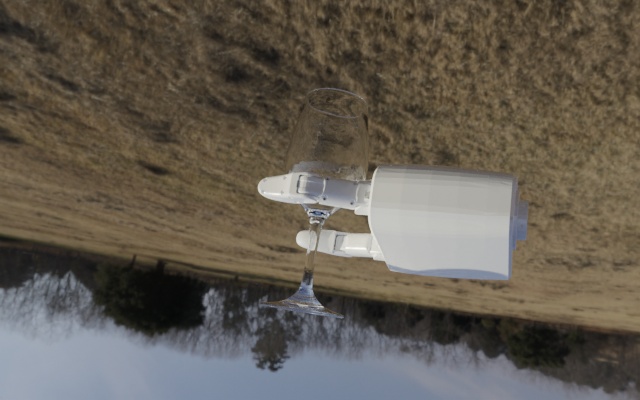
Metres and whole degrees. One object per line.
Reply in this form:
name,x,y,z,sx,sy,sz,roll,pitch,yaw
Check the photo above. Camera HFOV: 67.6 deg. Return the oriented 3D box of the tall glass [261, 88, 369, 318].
tall glass,0.000,0.002,0.440,0.079,0.201,0.079,9,-12,2
